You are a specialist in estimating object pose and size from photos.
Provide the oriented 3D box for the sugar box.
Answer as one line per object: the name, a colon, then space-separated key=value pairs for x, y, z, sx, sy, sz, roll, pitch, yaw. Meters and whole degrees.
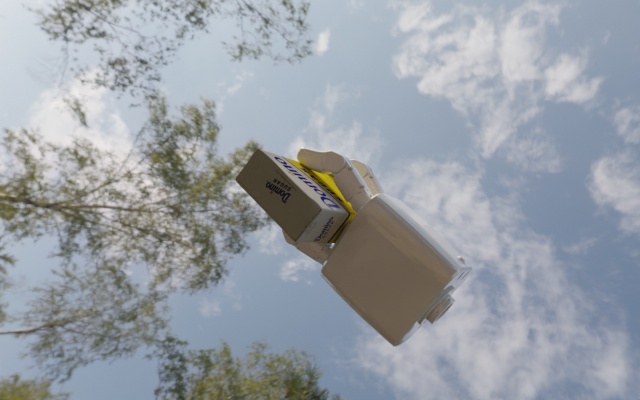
sugar box: x=0.001 y=0.001 z=0.504 sx=0.093 sy=0.048 sz=0.176 roll=43 pitch=12 yaw=24
